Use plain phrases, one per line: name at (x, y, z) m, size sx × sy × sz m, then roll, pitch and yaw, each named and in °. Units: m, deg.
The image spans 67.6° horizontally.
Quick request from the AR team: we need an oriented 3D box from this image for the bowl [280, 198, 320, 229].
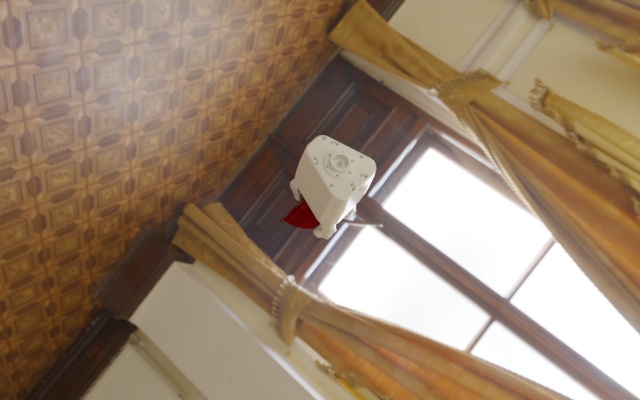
bowl at (0.000, 0.003, 0.899) m, size 0.162 × 0.055 × 0.162 m, roll -43°, pitch 2°, yaw 2°
